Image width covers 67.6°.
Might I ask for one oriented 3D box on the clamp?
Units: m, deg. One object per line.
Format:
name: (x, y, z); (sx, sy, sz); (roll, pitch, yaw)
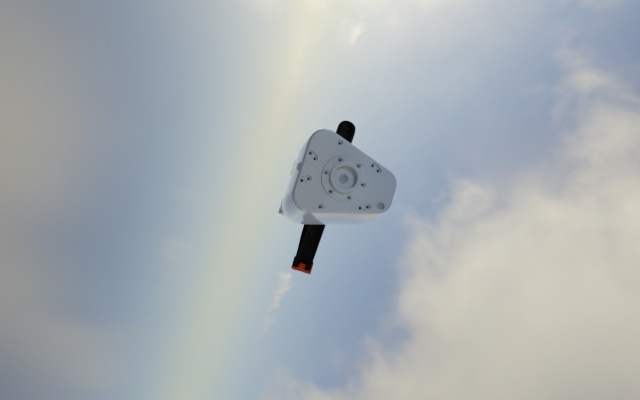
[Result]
clamp: (0.001, 0.003, 0.698); (0.036, 0.210, 0.164); (17, -9, -3)
